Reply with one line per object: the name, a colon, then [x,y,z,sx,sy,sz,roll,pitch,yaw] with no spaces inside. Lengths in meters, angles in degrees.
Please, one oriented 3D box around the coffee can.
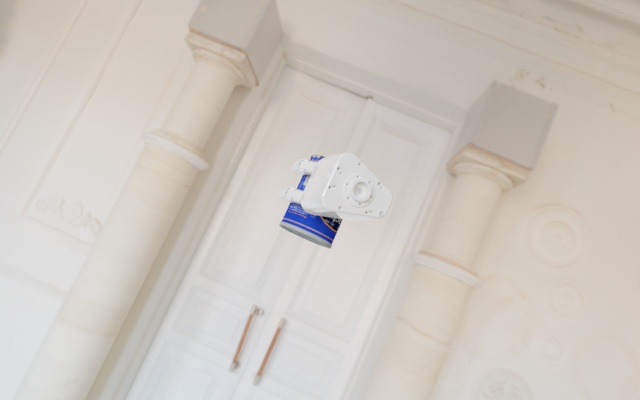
coffee can: [0.000,0.003,0.867,0.103,0.140,0.103,24,-9,4]
